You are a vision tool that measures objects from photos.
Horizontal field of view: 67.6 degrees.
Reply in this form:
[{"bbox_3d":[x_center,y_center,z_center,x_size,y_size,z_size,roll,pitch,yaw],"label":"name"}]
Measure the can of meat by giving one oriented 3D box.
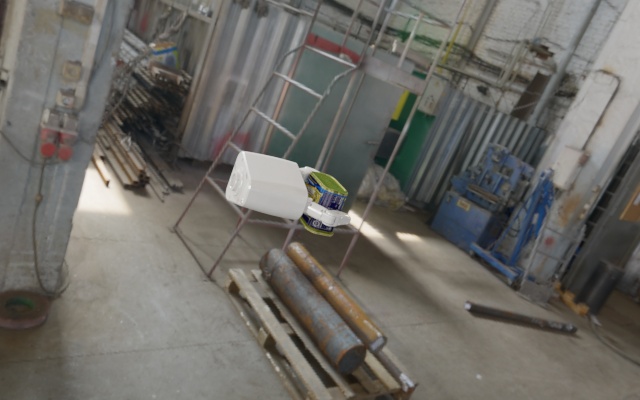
[{"bbox_3d":[0.000,0.003,0.860,0.057,0.084,0.102,14,18,-27],"label":"can of meat"}]
